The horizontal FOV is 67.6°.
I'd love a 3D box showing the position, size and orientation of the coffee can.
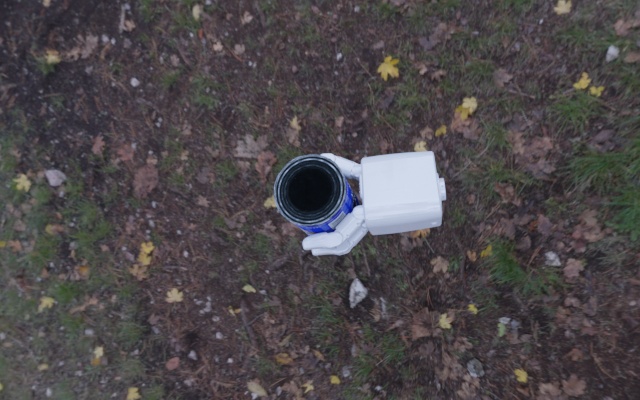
[{"bbox_3d":[0.000,0.002,0.714,0.103,0.102,0.140,0,-14,13],"label":"coffee can"}]
